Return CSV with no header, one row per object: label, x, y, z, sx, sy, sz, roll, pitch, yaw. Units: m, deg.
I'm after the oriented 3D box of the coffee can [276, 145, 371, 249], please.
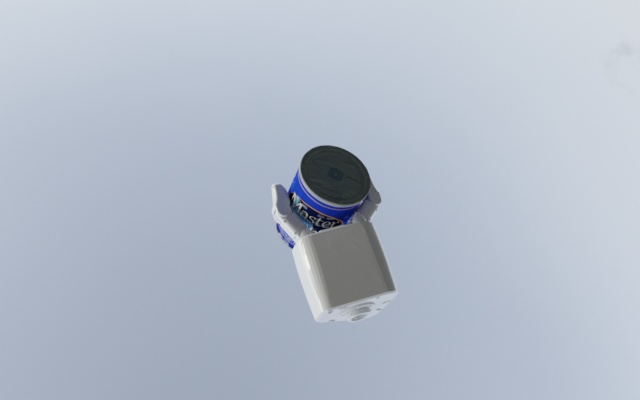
coffee can,0.000,0.002,0.704,0.103,0.102,0.140,0,-34,-22
